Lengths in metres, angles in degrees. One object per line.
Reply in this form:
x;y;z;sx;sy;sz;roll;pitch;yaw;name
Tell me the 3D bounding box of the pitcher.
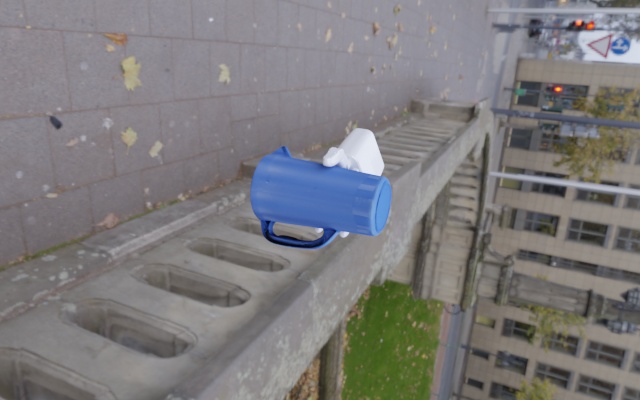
0.000;0.003;0.889;0.243;0.149;0.145;11;41;22;pitcher
